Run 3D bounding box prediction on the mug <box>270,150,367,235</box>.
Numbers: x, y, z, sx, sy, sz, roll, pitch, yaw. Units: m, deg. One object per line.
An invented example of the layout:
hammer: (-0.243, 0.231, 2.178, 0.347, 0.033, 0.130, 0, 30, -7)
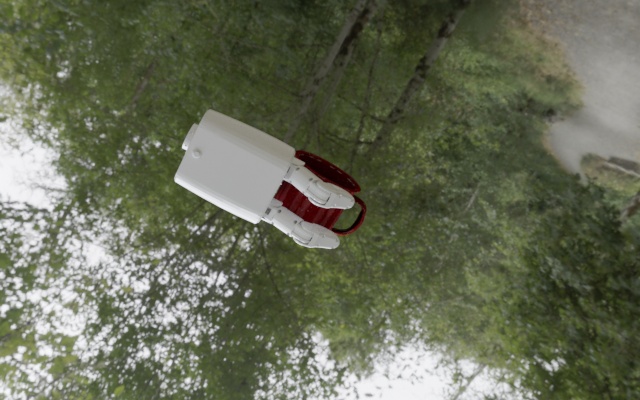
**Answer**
mug: (0.001, 0.003, 0.592, 0.117, 0.081, 0.093, 28, 16, -11)
